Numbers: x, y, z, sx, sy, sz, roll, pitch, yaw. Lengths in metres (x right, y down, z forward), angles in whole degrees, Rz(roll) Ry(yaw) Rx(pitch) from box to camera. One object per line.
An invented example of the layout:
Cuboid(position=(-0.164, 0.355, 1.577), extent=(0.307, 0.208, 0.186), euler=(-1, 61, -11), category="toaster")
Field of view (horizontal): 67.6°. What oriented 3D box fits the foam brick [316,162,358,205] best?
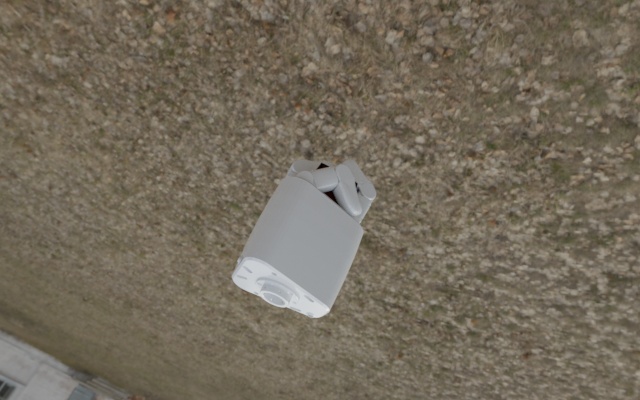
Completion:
Cuboid(position=(0.000, 0.002, 0.580), extent=(0.053, 0.051, 0.078), euler=(30, -33, -7), category="foam brick")
